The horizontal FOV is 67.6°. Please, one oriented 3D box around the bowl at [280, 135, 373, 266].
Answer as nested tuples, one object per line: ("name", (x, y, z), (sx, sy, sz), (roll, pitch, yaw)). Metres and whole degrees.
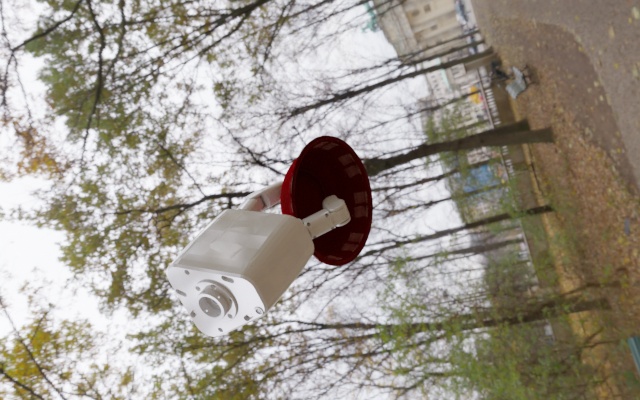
("bowl", (0.001, 0.002, 0.605), (0.055, 0.162, 0.162), (-7, -4, 40))
